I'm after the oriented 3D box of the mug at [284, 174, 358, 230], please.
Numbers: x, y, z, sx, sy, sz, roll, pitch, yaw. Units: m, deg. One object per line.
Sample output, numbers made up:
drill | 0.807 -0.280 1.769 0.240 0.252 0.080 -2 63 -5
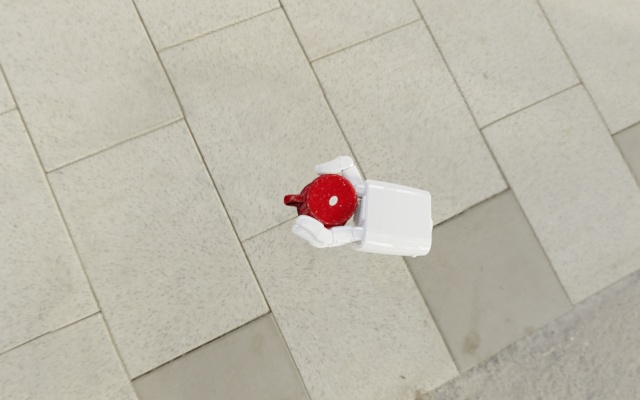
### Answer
mug | -0.001 0.002 0.757 0.117 0.093 0.081 8 -10 -7
